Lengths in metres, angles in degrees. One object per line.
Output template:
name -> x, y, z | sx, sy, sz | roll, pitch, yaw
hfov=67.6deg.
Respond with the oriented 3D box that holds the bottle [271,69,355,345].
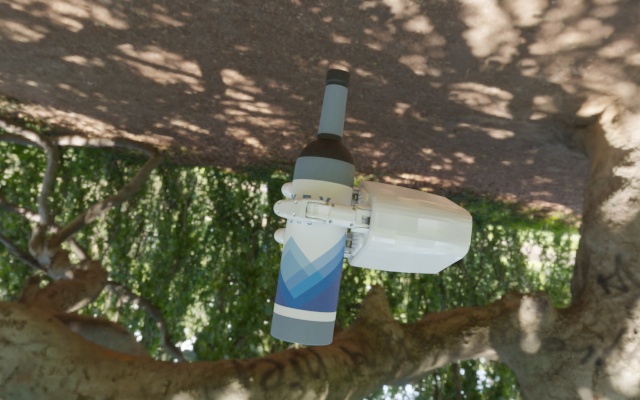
bottle -> 0.000, 0.002, 0.524 | 0.069, 0.295, 0.069 | 8, -6, 1
